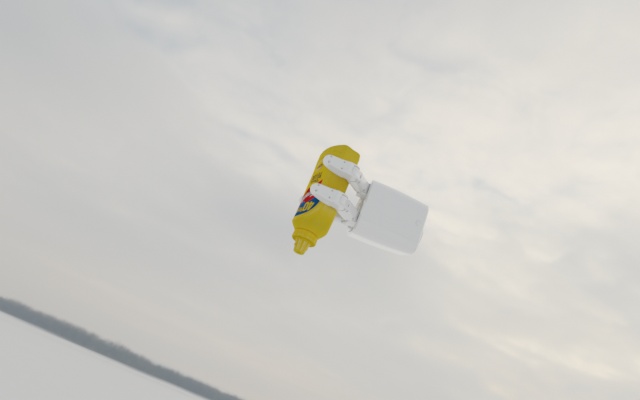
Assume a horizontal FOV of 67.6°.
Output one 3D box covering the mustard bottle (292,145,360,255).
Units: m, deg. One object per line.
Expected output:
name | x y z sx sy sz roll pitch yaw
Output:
mustard bottle | 0.000 0.002 0.789 0.058 0.191 0.096 33 -27 -22
